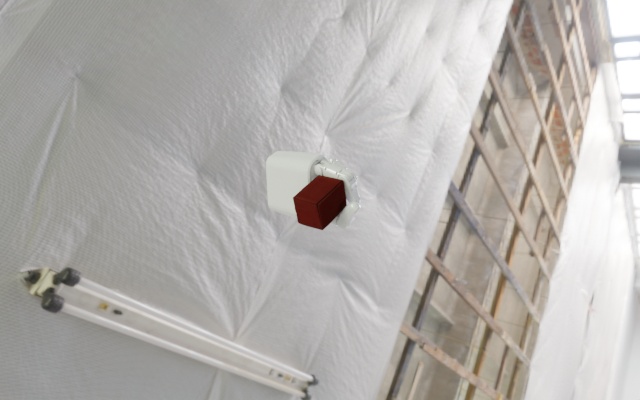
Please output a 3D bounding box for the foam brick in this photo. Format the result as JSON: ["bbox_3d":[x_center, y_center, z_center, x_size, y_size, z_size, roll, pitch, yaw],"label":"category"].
[{"bbox_3d":[0.000,0.003,0.781,0.051,0.053,0.078,14,39,32],"label":"foam brick"}]
